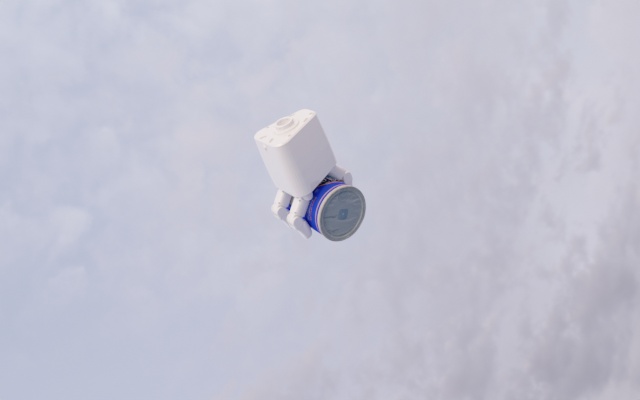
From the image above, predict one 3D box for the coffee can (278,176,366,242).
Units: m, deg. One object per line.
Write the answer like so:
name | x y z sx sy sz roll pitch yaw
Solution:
coffee can | 0.000 0.003 0.879 0.103 0.103 0.140 0 18 -37
